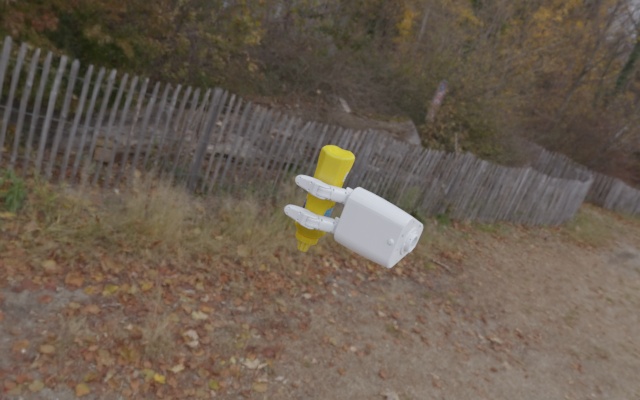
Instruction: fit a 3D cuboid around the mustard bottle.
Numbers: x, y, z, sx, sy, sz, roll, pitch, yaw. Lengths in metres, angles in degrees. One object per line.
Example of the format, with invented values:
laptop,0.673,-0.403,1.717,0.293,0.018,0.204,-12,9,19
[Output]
mustard bottle,0.000,0.002,0.831,0.058,0.192,0.096,22,16,4
